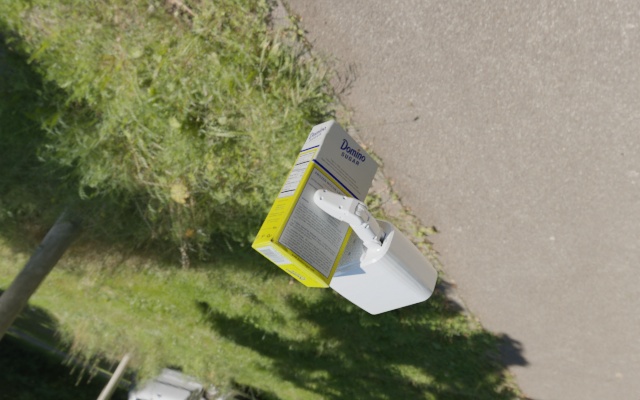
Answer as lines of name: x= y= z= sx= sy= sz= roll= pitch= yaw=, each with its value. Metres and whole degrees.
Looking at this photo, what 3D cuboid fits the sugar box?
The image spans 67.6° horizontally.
sugar box: x=0.000 y=0.002 z=0.560 sx=0.048 sy=0.176 sz=0.093 roll=-13 pitch=-46 yaw=47
